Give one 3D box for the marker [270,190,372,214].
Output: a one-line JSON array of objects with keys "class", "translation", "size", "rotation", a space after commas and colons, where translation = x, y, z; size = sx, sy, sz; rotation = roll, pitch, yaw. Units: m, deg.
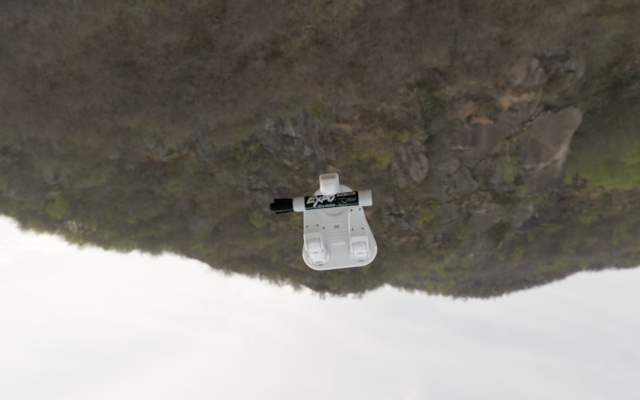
[{"class": "marker", "translation": [0.000, 0.002, 0.568], "size": [0.121, 0.020, 0.020], "rotation": [-6, -1, 4]}]
